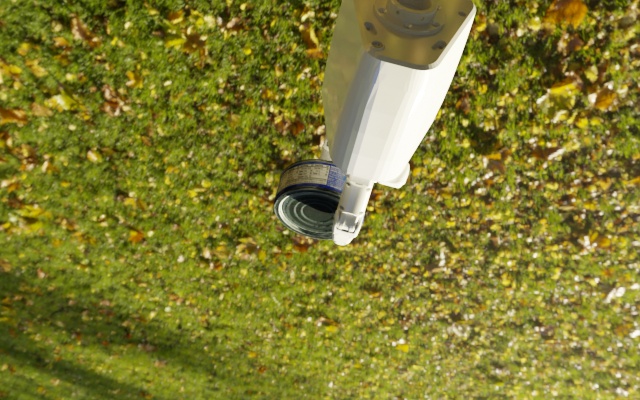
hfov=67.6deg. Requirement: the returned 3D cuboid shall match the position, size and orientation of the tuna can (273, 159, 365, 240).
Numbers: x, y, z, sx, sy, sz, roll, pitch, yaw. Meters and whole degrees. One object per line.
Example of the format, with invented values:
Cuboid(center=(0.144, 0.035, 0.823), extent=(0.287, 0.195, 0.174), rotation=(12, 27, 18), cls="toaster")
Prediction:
Cuboid(center=(0.000, 0.002, 0.448), extent=(0.086, 0.033, 0.086), rotation=(8, -35, 6), cls="tuna can")
